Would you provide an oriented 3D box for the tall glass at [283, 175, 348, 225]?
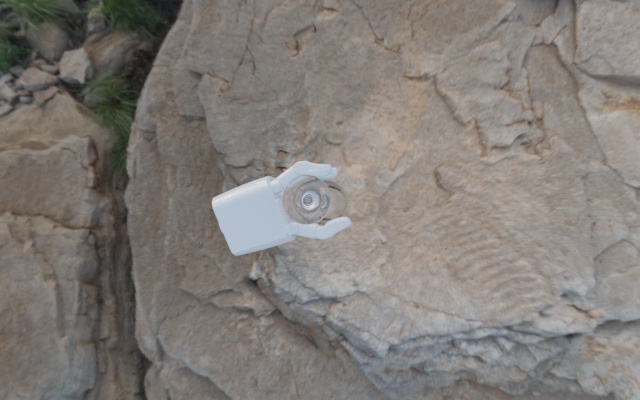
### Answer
[{"bbox_3d":[0.000,0.003,0.802,0.079,0.079,0.201,0,-2,13],"label":"tall glass"}]
